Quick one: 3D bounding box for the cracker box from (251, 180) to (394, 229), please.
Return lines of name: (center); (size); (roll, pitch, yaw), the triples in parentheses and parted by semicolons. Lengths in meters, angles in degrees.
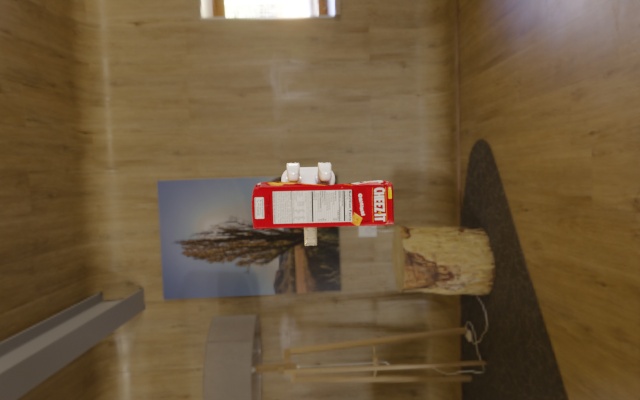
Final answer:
cracker box: (0.000, 0.003, 0.787); (0.214, 0.072, 0.164); (-2, 3, -3)
